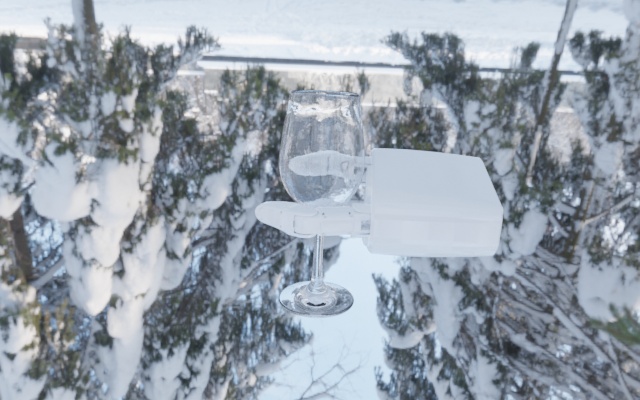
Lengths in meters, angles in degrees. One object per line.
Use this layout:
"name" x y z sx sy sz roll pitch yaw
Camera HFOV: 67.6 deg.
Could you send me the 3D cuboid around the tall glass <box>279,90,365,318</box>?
"tall glass" 0.000 0.002 0.443 0.079 0.201 0.079 2 16 -1
